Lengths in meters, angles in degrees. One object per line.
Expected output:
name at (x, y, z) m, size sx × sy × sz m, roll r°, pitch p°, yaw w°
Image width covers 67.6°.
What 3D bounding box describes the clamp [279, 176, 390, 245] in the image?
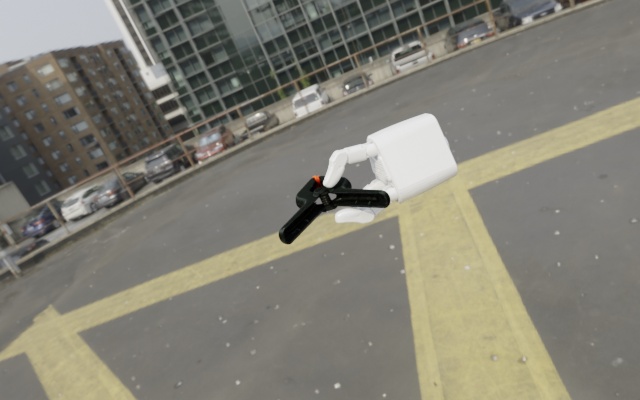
clamp at (0.000, 0.001, 0.748) m, size 0.164 × 0.036 × 0.210 m, roll -22°, pitch 19°, yaw -8°
